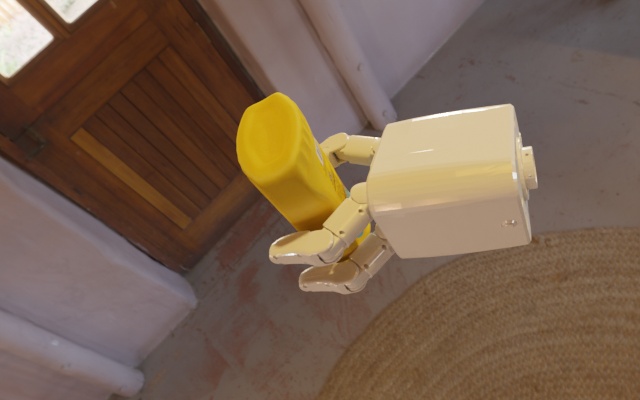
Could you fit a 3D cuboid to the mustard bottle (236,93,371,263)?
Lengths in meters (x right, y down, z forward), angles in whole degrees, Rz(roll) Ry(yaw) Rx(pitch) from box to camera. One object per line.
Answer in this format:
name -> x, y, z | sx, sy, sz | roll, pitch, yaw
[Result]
mustard bottle -> 0.000, 0.001, 0.425 | 0.058, 0.096, 0.192 | -27, -44, 10
